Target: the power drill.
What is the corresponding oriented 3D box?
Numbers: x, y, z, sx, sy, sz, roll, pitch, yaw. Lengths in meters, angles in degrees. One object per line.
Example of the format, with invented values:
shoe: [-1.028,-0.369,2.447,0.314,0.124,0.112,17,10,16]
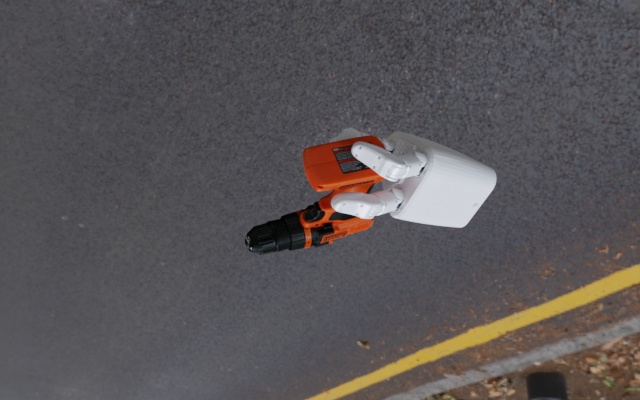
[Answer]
power drill: [0.000,0.002,0.598,0.184,0.057,0.188,-15,-24,-21]
